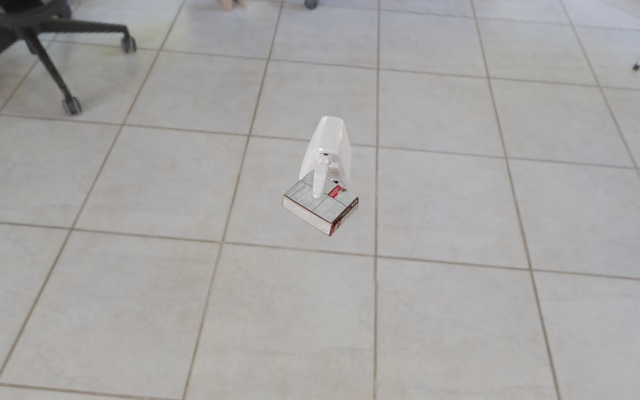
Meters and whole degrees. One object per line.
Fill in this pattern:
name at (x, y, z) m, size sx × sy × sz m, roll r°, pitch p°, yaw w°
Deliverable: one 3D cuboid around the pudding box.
pudding box at (0.000, 0.003, 0.875) m, size 0.113 × 0.039 × 0.090 m, roll 30°, pitch 52°, yaw 22°
